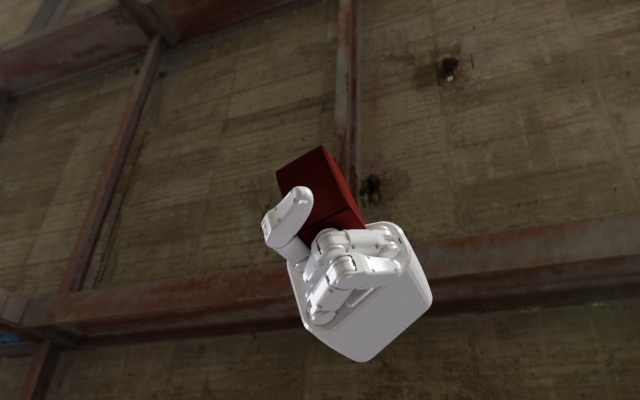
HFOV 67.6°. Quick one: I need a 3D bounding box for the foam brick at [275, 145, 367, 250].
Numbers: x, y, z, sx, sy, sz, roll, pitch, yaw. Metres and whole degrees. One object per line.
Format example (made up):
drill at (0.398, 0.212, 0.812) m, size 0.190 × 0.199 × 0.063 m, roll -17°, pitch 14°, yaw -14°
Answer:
foam brick at (0.000, 0.001, 0.429) m, size 0.053 × 0.078 × 0.051 m, roll -28°, pitch -40°, yaw 9°
